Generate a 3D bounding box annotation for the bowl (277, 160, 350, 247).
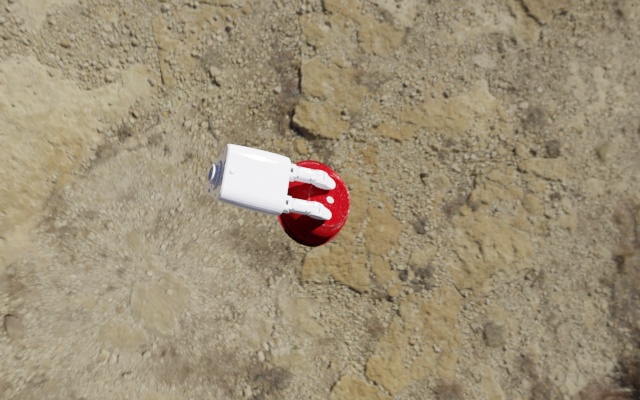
[{"bbox_3d":[0.001,0.003,0.862,0.162,0.162,0.055,0,-5,-37],"label":"bowl"}]
